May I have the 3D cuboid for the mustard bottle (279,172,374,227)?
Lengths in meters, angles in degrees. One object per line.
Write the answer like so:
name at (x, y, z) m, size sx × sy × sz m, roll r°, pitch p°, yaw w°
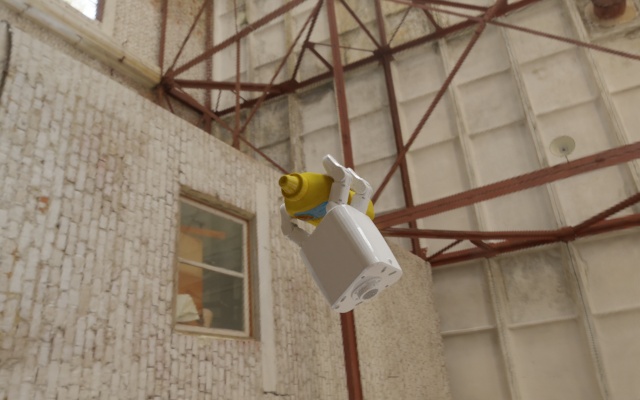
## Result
mustard bottle at (0.000, 0.002, 0.743) m, size 0.096 × 0.058 × 0.192 m, roll -20°, pitch -28°, yaw 28°
